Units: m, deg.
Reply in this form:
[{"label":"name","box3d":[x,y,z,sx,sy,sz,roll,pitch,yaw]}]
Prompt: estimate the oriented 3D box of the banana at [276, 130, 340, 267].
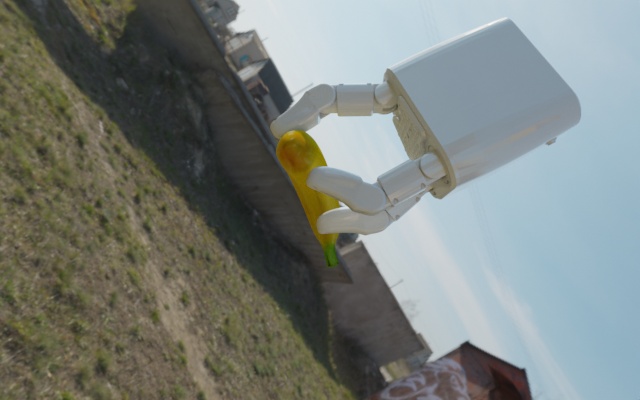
[{"label":"banana","box3d":[-0.005,-0.011,0.427,0.037,0.069,0.198,-22,-34,0]}]
